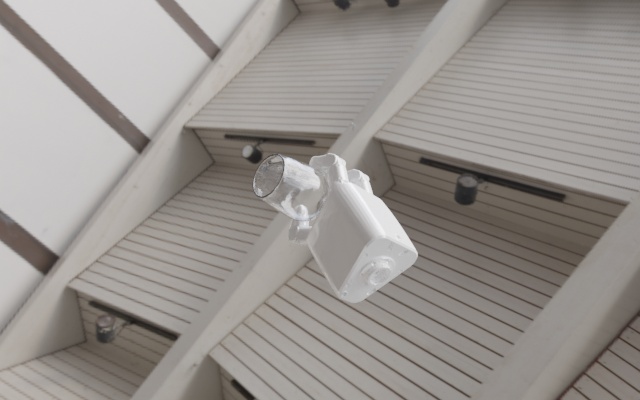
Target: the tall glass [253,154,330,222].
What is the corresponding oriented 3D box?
[{"bbox_3d":[0.000,0.002,0.679,0.201,0.079,0.079,27,-18,-40],"label":"tall glass"}]
